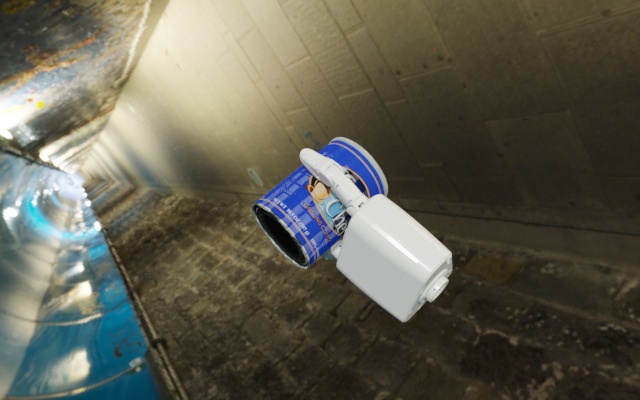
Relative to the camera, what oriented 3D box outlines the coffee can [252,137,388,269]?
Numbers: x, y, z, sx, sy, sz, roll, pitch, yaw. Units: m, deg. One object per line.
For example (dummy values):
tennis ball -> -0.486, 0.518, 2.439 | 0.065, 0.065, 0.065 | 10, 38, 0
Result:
coffee can -> 0.000, 0.002, 0.598 | 0.140, 0.103, 0.103 | -41, 16, -20
